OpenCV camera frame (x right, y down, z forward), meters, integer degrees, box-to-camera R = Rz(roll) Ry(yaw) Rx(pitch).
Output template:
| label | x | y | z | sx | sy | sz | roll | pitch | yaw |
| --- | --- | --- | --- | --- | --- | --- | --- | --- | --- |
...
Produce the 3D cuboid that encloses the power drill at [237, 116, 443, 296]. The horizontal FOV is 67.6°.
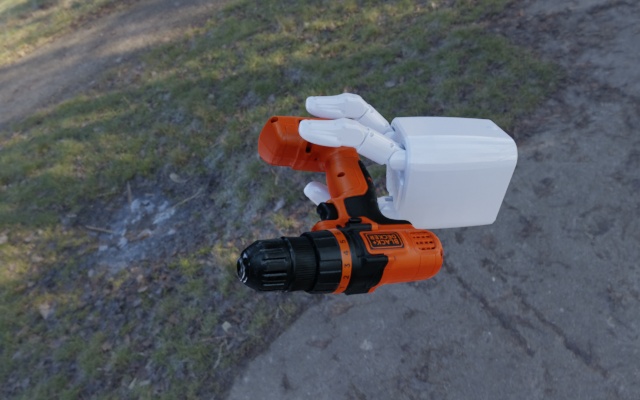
| label | x | y | z | sx | sy | sz | roll | pitch | yaw |
| --- | --- | --- | --- | --- | --- | --- | --- | --- | --- |
| power drill | 0.000 | 0.001 | 0.438 | 0.184 | 0.187 | 0.057 | 1 | -43 | -28 |
